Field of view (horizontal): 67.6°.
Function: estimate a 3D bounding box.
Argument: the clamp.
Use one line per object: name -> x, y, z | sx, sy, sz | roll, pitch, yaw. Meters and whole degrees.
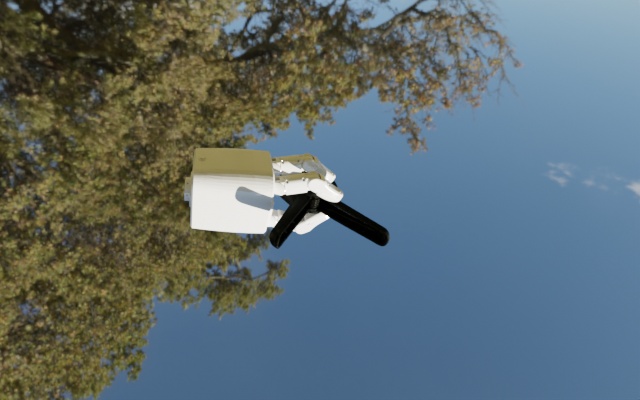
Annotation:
clamp -> 0.000, 0.003, 0.688 | 0.164, 0.036, 0.209 | 6, 32, -16
